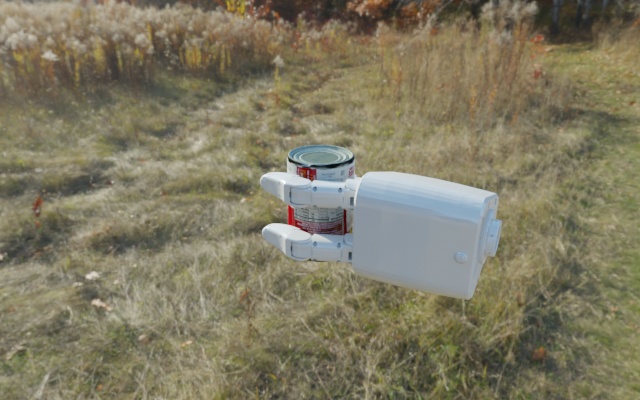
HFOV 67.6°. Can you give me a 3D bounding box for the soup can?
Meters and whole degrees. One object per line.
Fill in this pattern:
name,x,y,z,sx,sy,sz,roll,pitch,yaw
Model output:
soup can,0.000,0.001,0.484,0.068,0.102,0.068,0,23,0
